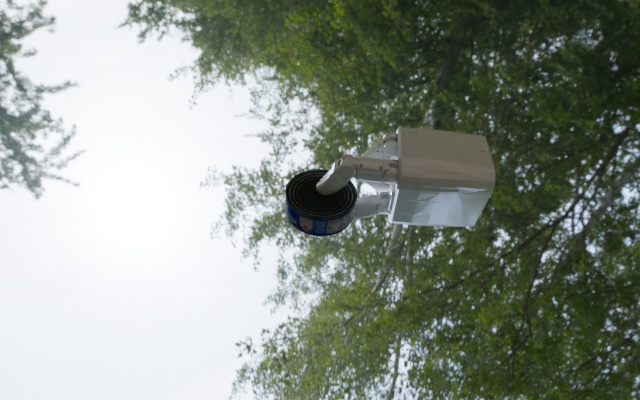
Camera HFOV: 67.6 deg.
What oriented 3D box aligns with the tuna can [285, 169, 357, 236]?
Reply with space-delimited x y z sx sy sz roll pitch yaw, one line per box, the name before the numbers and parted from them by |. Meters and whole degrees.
tuna can | 0.000 0.002 0.577 0.086 0.034 0.086 2 44 -2
